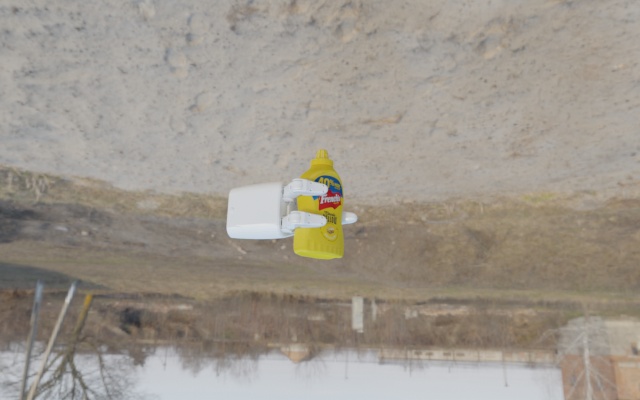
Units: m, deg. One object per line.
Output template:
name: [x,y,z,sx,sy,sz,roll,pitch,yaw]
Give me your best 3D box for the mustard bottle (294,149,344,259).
mustard bottle: [0.000,0.003,0.837,0.096,0.191,0.058,15,-20,-41]
